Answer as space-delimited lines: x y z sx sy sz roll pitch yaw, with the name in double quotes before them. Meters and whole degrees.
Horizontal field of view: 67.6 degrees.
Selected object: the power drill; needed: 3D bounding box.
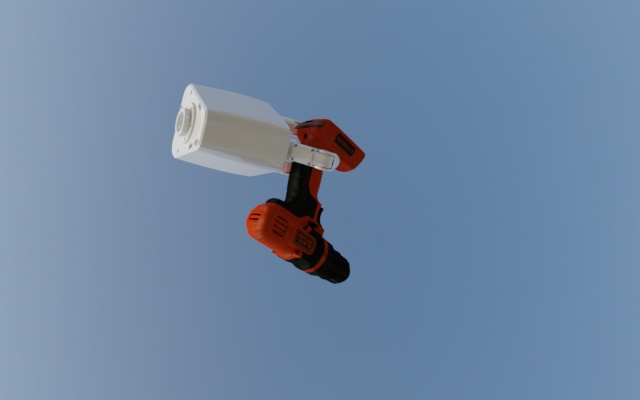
"power drill" 0.000 0.002 0.636 0.057 0.187 0.184 -1 -28 40
